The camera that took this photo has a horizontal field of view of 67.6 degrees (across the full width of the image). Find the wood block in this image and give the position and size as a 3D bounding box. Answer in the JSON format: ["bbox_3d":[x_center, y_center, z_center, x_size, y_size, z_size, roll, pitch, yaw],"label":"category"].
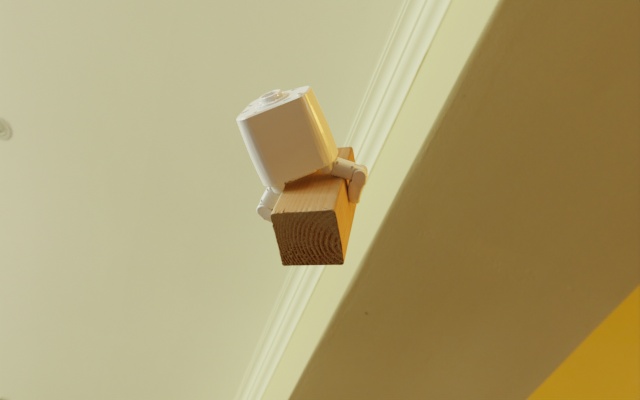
[{"bbox_3d":[0.000,0.002,0.725,0.091,0.090,0.206,-3,29,13],"label":"wood block"}]
